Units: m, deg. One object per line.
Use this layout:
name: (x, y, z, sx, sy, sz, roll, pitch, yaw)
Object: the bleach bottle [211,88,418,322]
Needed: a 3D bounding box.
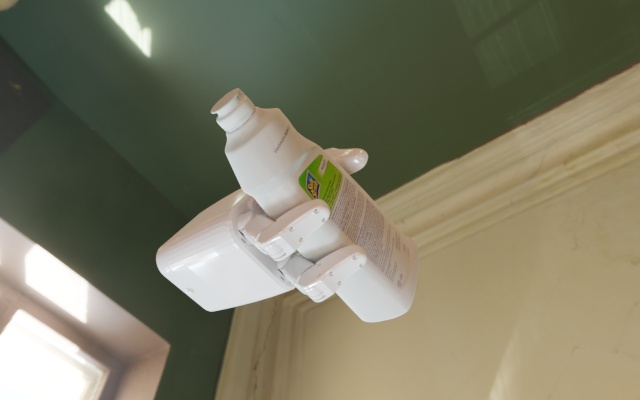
bleach bottle: (0.000, 0.001, 0.431, 0.068, 0.251, 0.102, -22, 33, 30)
